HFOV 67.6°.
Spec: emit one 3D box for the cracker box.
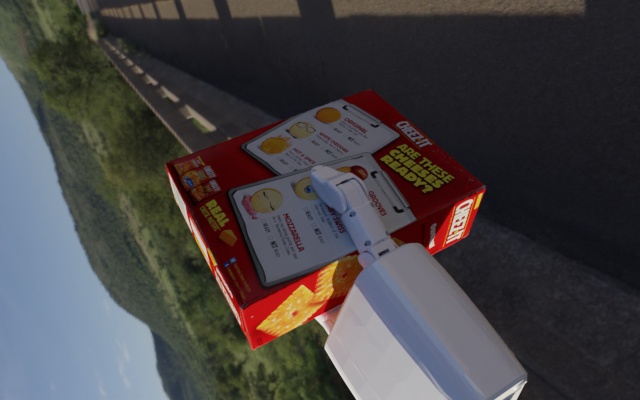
[{"bbox_3d":[0.000,0.001,0.412,0.213,0.072,0.164,-23,51,-20],"label":"cracker box"}]
